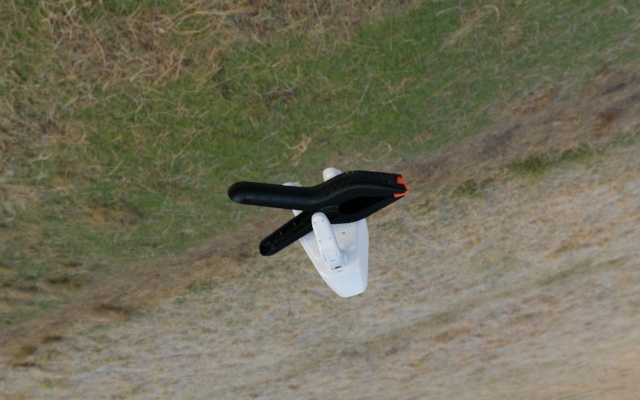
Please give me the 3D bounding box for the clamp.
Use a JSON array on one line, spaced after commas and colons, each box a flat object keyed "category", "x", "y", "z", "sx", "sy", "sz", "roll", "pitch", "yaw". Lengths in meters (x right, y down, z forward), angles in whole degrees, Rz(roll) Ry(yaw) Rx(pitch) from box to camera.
[{"category": "clamp", "x": 0.001, "y": 0.003, "z": 0.572, "sx": 0.210, "sy": 0.036, "sz": 0.165, "roll": -18, "pitch": -30, "yaw": 5}]
